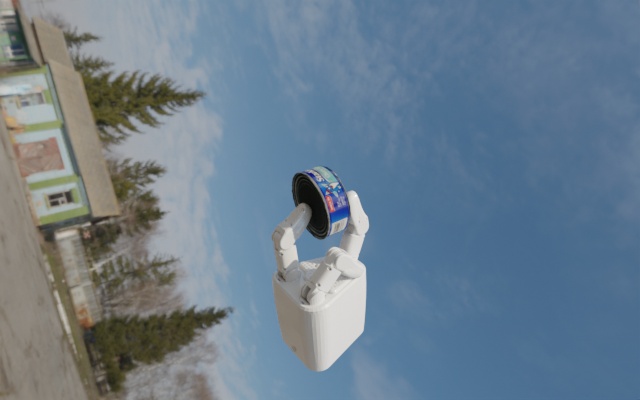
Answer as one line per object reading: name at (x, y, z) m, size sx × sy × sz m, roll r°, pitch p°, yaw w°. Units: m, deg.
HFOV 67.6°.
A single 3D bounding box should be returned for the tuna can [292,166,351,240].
tuna can at (0.001, 0.002, 0.580) m, size 0.033 × 0.086 × 0.086 m, roll -21°, pitch 9°, yaw -25°
